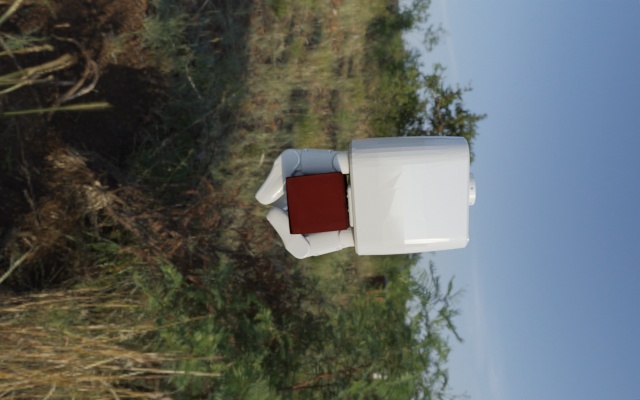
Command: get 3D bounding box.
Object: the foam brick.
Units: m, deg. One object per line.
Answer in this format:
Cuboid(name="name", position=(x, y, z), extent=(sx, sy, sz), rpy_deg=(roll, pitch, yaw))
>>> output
Cuboid(name="foam brick", position=(0.000, 0.002, 0.453), extent=(0.051, 0.053, 0.078), rpy_deg=(-5, 1, 7))
